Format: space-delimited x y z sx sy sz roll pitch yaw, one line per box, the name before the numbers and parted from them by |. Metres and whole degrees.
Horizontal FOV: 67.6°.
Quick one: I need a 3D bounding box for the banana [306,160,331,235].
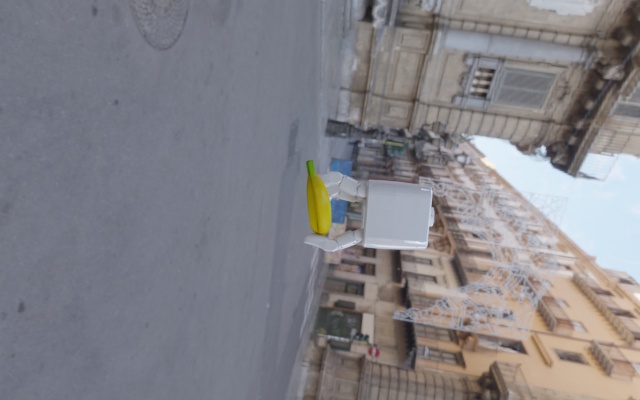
banana | 0.000 0.017 0.792 0.037 0.069 0.198 -1 -32 3
